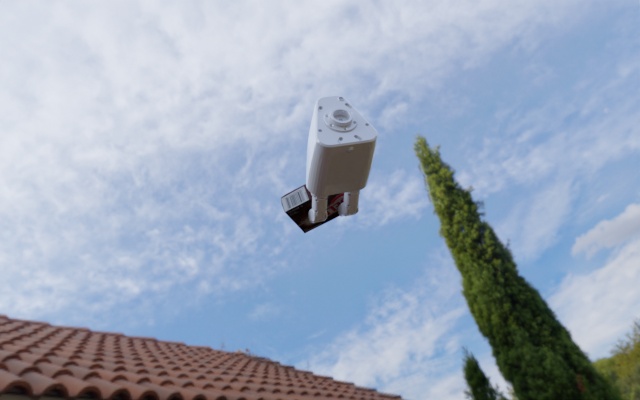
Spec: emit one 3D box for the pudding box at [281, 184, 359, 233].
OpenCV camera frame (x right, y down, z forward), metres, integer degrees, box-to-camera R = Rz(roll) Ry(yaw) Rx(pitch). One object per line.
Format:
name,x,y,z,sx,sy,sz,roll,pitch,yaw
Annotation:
pudding box,0.000,0.003,0.825,0.113,0.039,0.090,-25,-35,8
